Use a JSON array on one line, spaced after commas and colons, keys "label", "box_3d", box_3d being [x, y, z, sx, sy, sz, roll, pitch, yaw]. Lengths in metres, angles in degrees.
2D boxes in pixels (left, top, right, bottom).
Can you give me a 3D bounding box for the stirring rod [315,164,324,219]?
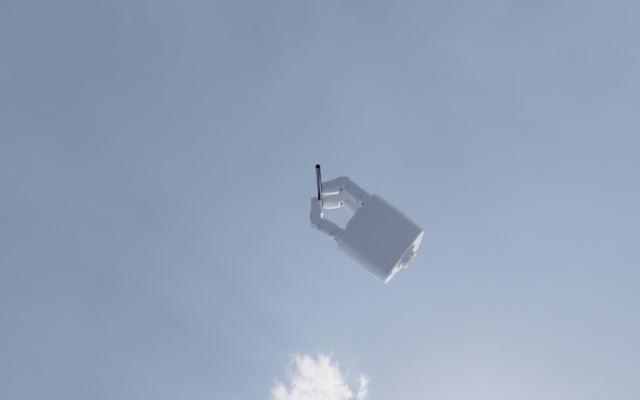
[{"label": "stirring rod", "box_3d": [0.000, 0.003, 0.865, 0.011, 0.011, 0.240, 0, -28, 2]}]
